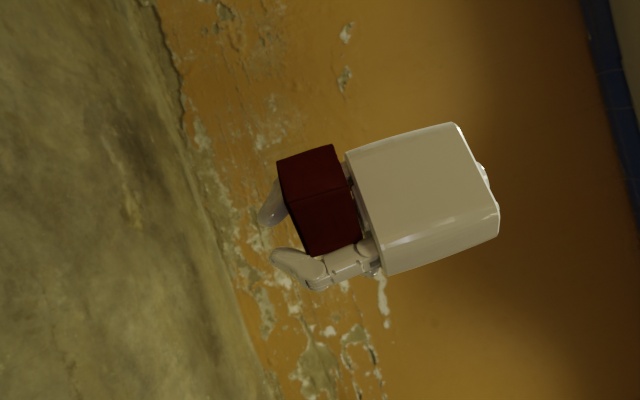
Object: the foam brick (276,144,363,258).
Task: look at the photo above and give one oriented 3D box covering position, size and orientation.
[{"bbox_3d":[0.000,0.001,0.403,0.051,0.053,0.078,-18,-42,2],"label":"foam brick"}]
